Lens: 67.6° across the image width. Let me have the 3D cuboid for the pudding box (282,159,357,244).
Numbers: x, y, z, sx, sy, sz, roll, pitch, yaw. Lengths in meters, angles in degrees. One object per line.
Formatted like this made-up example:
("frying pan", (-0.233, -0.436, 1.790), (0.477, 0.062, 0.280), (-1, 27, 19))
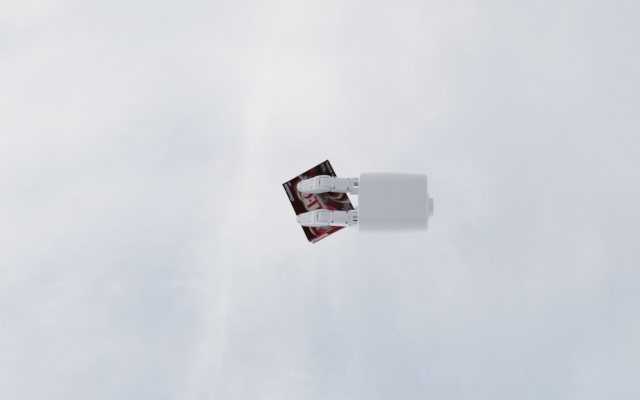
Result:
("pudding box", (0.000, 0.003, 0.790), (0.090, 0.113, 0.039), (-28, -20, 5))
